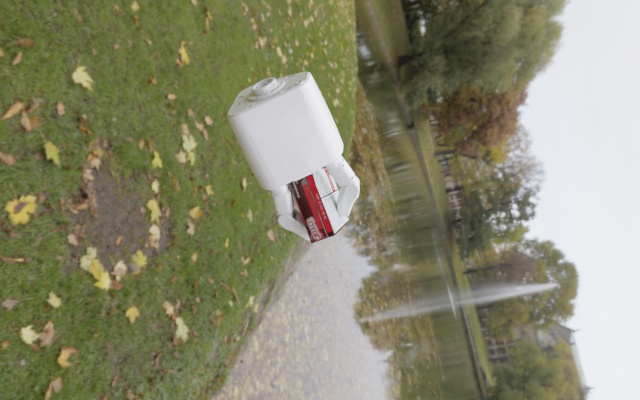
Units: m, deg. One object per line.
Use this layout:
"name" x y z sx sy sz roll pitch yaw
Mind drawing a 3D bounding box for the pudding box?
"pudding box" 0.000 0.002 0.656 0.039 0.090 0.113 -18 3 16
